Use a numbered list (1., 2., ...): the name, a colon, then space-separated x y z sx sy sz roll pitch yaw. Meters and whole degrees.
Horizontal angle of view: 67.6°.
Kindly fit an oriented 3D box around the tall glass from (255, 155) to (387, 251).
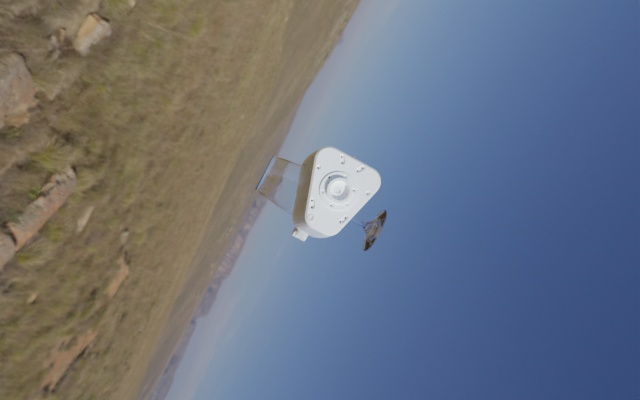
1. tall glass: 0.001 0.003 0.755 0.201 0.079 0.079 28 -4 -7
